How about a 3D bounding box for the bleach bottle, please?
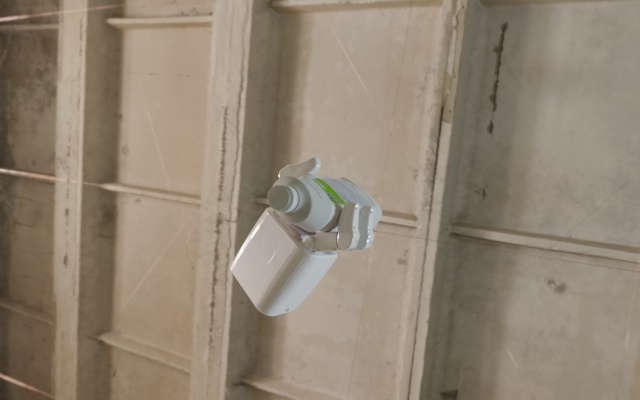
[{"bbox_3d":[0.000,0.002,0.648,0.102,0.068,0.251,40,12,23],"label":"bleach bottle"}]
